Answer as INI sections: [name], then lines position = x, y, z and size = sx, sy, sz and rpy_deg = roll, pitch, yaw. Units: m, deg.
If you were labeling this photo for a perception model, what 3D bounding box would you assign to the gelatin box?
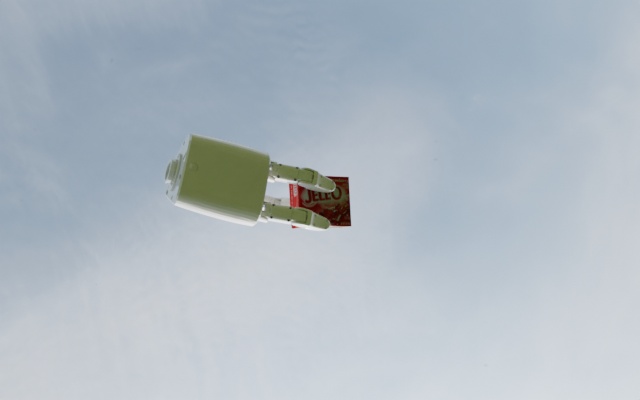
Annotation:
[gelatin box]
position = 0.000, 0.002, 0.677
size = 0.089, 0.073, 0.030
rpy_deg = 1, -8, -33
